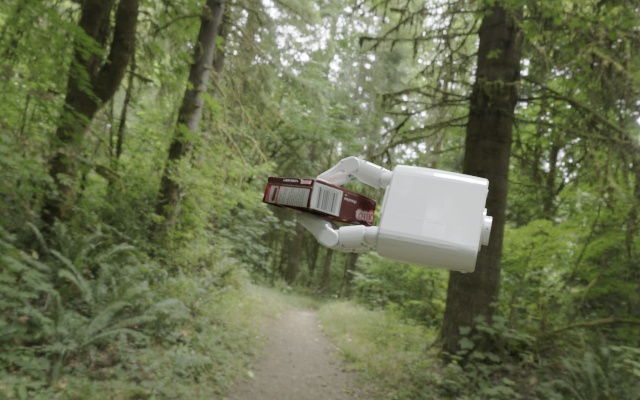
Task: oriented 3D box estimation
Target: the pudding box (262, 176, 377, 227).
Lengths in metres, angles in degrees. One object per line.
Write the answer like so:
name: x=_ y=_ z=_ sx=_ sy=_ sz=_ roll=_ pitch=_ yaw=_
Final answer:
pudding box: x=0.000 y=0.002 z=0.592 sx=0.113 sy=0.039 sz=0.090 roll=20 pitch=-10 yaw=-42
